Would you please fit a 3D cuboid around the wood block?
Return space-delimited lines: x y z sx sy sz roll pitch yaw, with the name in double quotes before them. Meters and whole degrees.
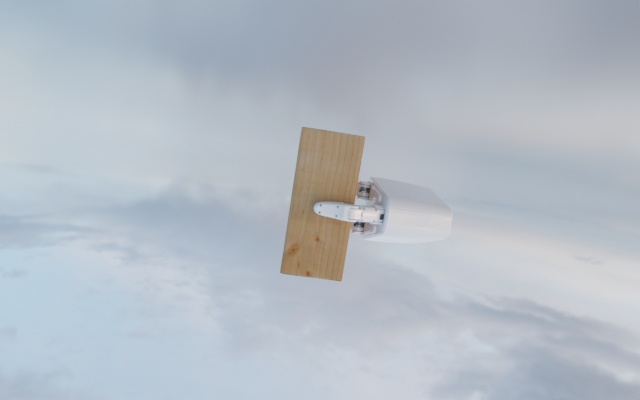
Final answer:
"wood block" 0.001 0.003 0.700 0.090 0.206 0.091 8 6 -4
